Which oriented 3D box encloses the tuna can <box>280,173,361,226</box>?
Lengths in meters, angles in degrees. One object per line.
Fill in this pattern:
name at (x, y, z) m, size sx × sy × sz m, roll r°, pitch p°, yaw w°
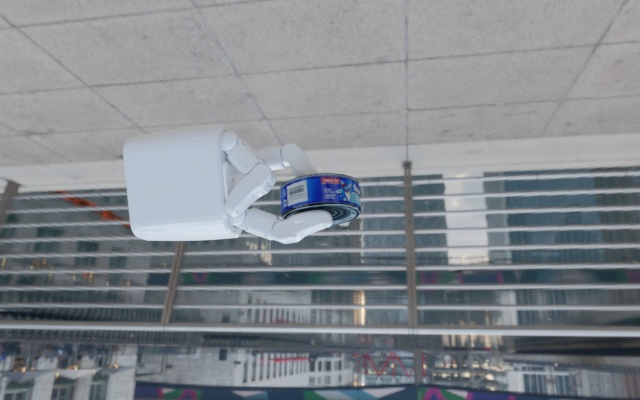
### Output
tuna can at (0.000, 0.002, 0.507) m, size 0.086 × 0.033 × 0.086 m, roll -4°, pitch -18°, yaw -1°
